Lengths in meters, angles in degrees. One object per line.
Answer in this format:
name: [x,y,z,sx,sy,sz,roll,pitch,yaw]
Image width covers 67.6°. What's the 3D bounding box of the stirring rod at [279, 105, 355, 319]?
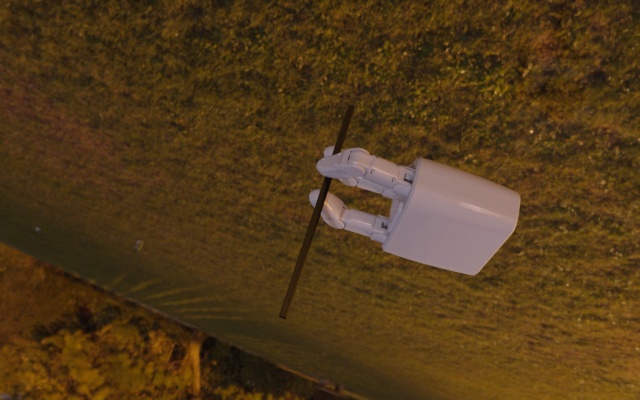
stirring rod: [0.000,0.001,0.481,0.011,0.239,0.011,15,-23,7]
